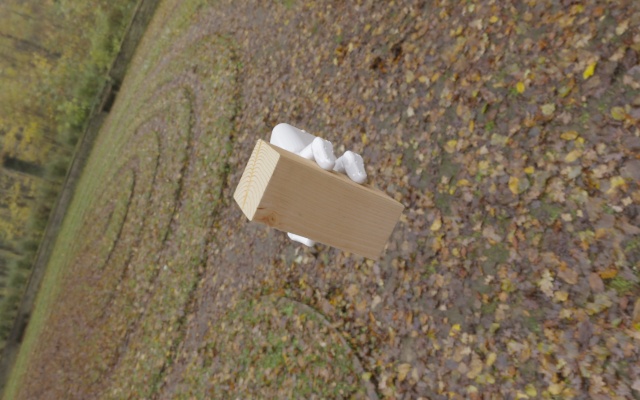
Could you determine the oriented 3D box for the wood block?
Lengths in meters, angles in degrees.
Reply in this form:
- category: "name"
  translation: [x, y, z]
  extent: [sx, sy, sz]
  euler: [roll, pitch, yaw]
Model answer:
- category: "wood block"
  translation: [0.000, 0.002, 0.658]
  extent: [0.206, 0.091, 0.090]
  euler: [20, 11, -30]
